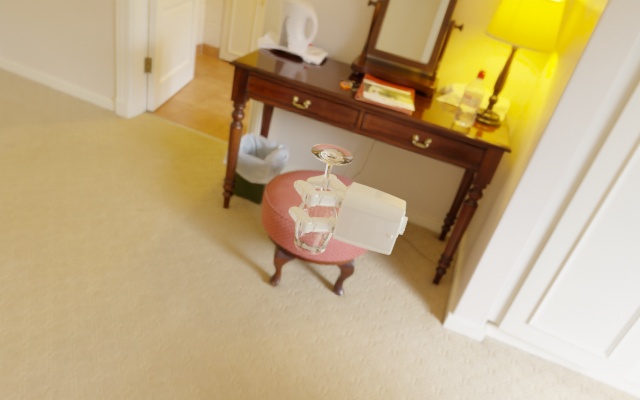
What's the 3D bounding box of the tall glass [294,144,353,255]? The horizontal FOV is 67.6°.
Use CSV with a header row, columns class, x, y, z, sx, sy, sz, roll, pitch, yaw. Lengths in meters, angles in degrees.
class,x,y,z,sx,sy,sz,roll,pitch,yaw
tall glass,0.000,0.002,0.870,0.079,0.201,0.079,10,31,-6
